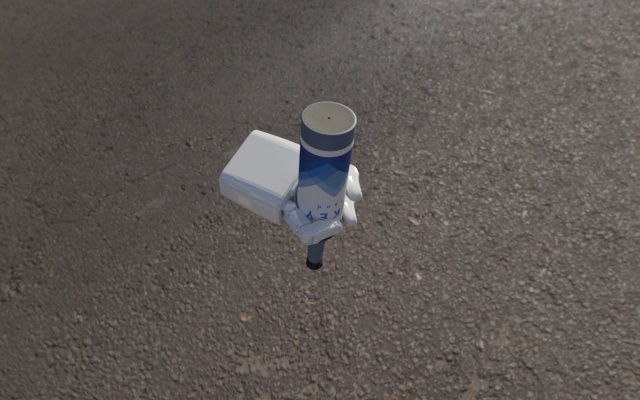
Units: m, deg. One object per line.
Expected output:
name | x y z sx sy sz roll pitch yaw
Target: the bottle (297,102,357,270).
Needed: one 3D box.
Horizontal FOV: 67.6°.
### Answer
bottle | 0.000 0.002 0.674 0.069 0.069 0.296 0 -43 -5
